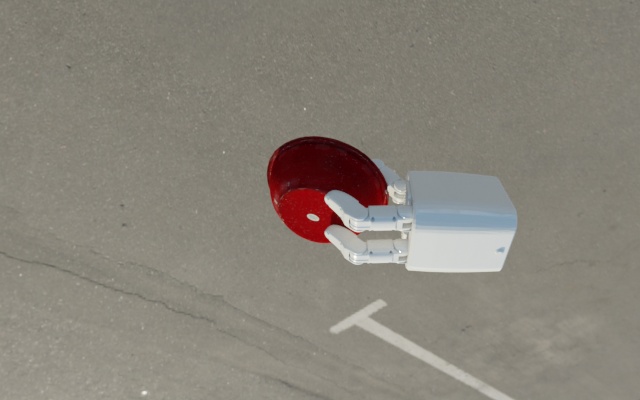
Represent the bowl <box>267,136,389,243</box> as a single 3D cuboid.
[{"bbox_3d":[-0.001,0.002,0.590,0.162,0.162,0.055,0,42,23],"label":"bowl"}]
